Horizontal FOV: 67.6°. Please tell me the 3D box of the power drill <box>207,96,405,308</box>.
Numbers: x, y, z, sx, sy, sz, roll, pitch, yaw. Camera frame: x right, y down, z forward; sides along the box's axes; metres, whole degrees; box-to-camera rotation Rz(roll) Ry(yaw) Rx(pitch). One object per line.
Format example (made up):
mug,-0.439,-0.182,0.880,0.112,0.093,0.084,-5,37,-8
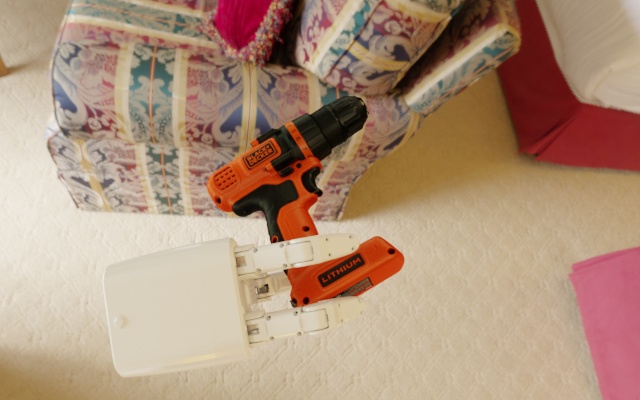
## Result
power drill,0.000,0.002,0.461,0.184,0.187,0.057,-33,-28,1
